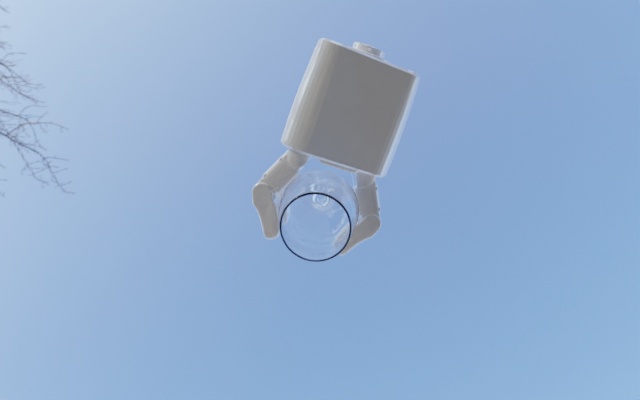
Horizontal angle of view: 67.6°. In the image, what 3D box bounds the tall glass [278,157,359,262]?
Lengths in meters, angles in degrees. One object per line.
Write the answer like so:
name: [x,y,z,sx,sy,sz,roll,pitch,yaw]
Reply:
tall glass: [0.000,0.002,0.500,0.079,0.079,0.201,0,13,3]
